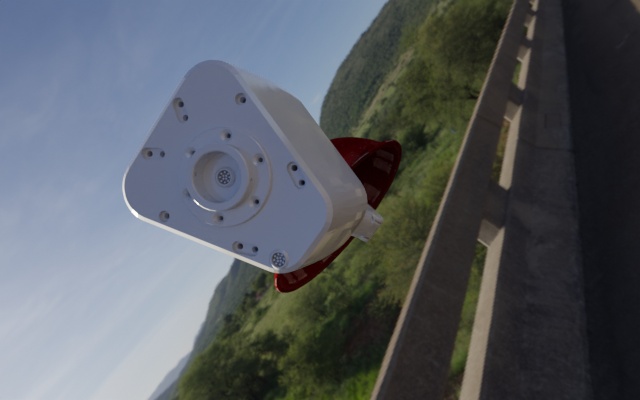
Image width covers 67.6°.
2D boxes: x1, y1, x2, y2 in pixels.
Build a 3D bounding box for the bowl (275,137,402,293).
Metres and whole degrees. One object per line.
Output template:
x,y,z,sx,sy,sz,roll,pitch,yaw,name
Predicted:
0.000,0.001,0.418,0.055,0.162,0.162,39,14,19,bowl
